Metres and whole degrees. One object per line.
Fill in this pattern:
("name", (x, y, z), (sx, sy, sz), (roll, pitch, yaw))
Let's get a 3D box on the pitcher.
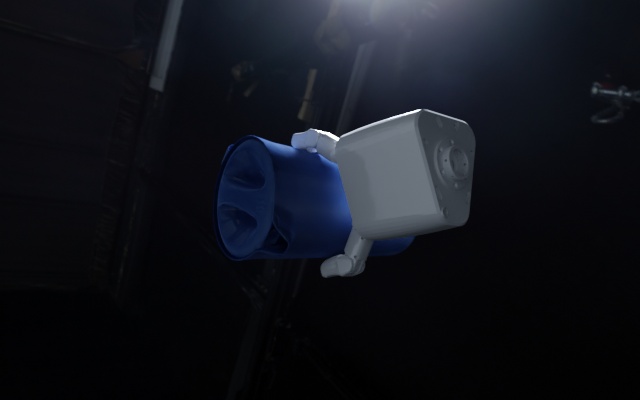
("pitcher", (0.000, 0.002, 0.581), (0.243, 0.149, 0.145), (8, -15, -38))
